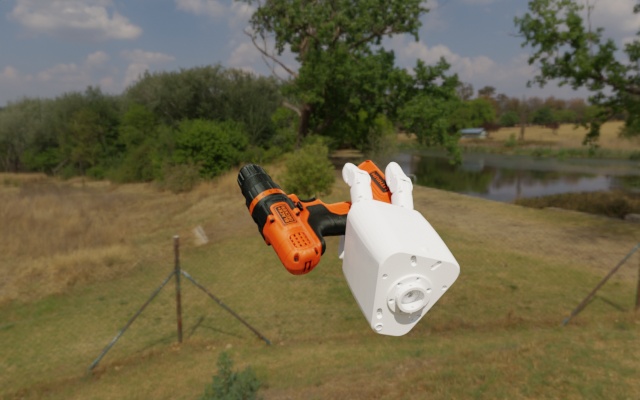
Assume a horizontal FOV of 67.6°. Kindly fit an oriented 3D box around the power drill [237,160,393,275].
[{"bbox_3d":[0.001,0.002,0.630,0.187,0.057,0.184,-16,50,-25],"label":"power drill"}]
